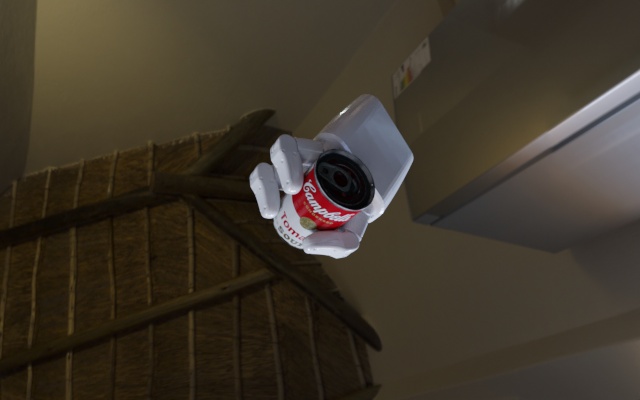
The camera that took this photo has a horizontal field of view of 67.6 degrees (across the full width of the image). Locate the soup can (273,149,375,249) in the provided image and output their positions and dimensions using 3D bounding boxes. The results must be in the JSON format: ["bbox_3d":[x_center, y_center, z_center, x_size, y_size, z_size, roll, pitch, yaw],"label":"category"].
[{"bbox_3d":[0.000,0.002,0.496,0.068,0.068,0.102,0,-27,-33],"label":"soup can"}]
